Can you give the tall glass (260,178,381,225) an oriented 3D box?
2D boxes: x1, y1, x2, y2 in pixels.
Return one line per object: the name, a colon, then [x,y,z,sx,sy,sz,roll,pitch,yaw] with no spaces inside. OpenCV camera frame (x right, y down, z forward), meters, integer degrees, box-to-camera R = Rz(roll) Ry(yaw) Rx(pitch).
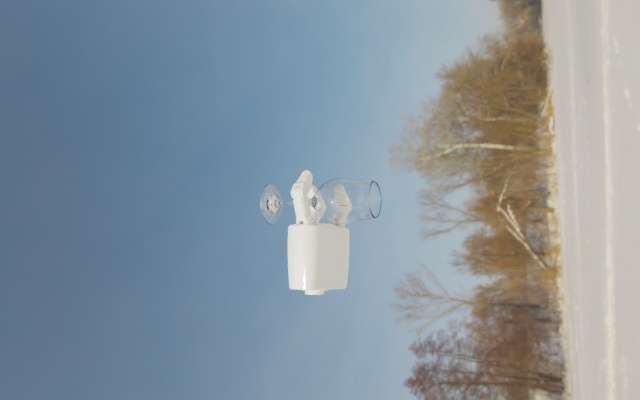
tall glass: [-0.001,0.003,0.822,0.201,0.079,0.079,-3,-1,25]
